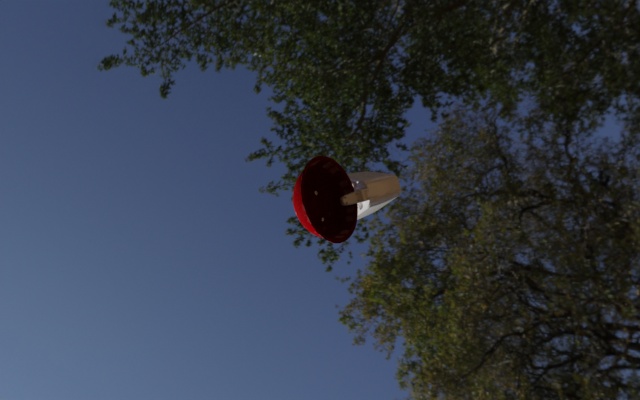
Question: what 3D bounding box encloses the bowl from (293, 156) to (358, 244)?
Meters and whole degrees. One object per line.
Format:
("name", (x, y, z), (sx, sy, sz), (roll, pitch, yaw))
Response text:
("bowl", (-0.001, 0.003, 0.873), (0.055, 0.162, 0.162), (-16, -10, 37))
